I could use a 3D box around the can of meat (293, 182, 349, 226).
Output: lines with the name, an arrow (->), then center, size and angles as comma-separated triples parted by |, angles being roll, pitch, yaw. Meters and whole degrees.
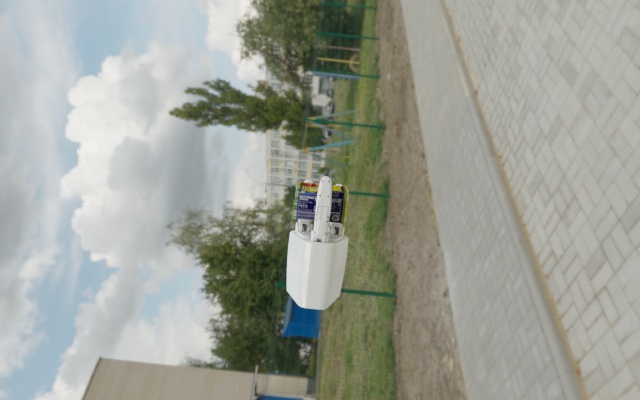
can of meat -> 0.000, 0.002, 0.779 | 0.084, 0.057, 0.102 | 6, 9, -1
